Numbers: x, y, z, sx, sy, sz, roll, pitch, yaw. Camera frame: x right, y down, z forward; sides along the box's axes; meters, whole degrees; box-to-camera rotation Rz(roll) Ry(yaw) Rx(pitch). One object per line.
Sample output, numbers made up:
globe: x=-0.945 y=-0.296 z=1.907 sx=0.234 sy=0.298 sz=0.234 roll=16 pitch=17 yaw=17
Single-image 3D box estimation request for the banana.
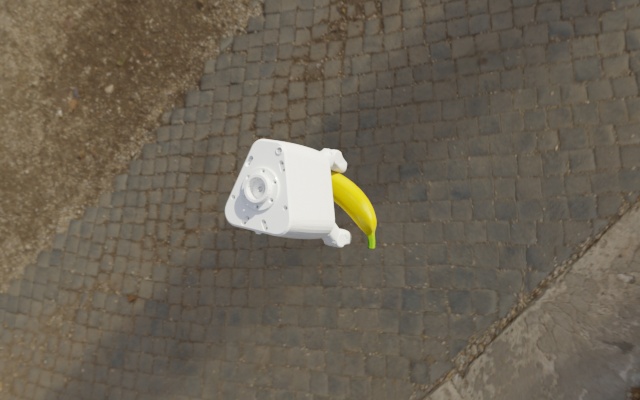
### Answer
banana: x=0.011 y=-0.011 z=0.698 sx=0.197 sy=0.070 sz=0.037 roll=38 pitch=21 yaw=22
